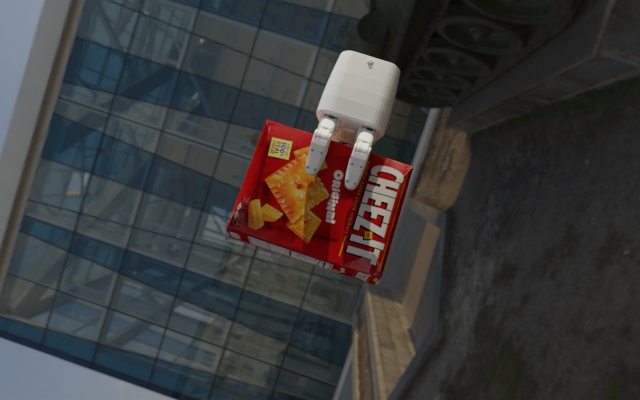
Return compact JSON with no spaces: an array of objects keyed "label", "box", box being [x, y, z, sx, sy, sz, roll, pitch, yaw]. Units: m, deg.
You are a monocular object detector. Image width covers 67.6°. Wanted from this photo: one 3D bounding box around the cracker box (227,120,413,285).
[{"label":"cracker box","box":[0.000,0.002,0.654,0.213,0.164,0.072,18,-15,3]}]
